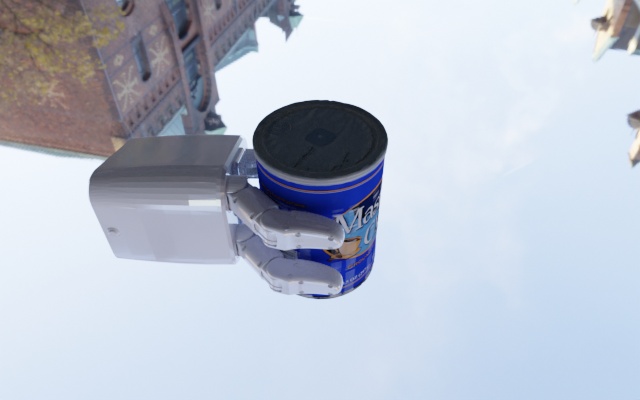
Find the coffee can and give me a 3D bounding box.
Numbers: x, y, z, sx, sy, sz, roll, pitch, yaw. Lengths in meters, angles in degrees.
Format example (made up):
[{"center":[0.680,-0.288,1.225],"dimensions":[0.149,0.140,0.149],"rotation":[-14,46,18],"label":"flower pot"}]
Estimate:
[{"center":[0.000,0.001,0.407],"dimensions":[0.103,0.140,0.102],"rotation":[0,43,0],"label":"coffee can"}]
